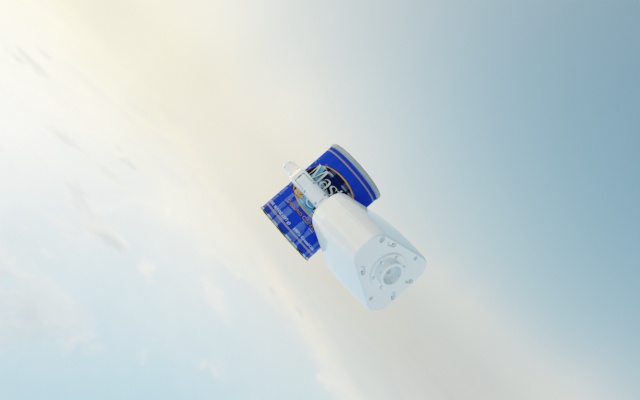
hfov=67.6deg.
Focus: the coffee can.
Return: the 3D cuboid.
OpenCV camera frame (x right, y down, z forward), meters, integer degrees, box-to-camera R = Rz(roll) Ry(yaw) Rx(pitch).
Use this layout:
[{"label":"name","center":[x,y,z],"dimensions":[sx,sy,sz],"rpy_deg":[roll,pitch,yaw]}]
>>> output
[{"label":"coffee can","center":[0.000,0.002,0.685],"dimensions":[0.140,0.103,0.103],"rpy_deg":[-41,3,-4]}]
